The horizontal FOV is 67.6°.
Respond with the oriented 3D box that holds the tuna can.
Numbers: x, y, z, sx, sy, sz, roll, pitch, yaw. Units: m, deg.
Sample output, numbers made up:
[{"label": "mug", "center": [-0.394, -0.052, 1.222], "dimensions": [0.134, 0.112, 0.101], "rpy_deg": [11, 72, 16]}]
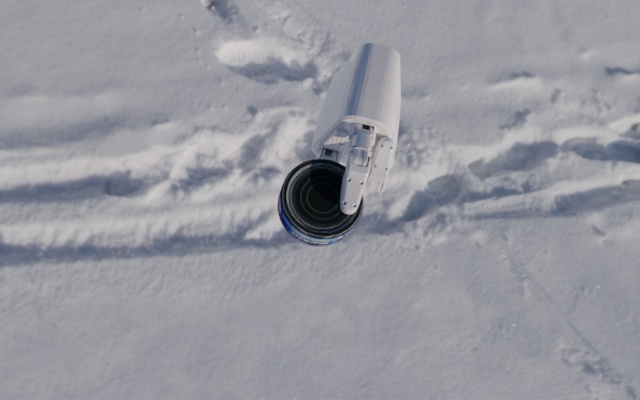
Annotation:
[{"label": "tuna can", "center": [0.000, 0.001, 0.486], "dimensions": [0.086, 0.086, 0.034], "rpy_deg": [0, -18, -10]}]
